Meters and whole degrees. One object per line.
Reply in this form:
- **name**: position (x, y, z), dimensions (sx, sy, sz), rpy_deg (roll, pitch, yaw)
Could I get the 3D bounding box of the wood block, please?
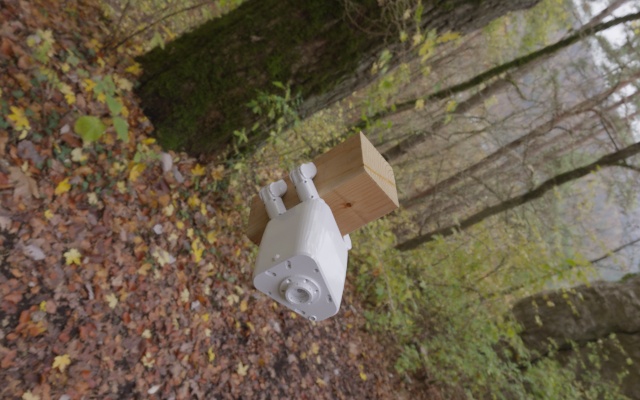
- **wood block**: position (0.000, 0.003, 0.703), dimensions (0.206, 0.090, 0.091), rpy_deg (-29, -53, 24)
